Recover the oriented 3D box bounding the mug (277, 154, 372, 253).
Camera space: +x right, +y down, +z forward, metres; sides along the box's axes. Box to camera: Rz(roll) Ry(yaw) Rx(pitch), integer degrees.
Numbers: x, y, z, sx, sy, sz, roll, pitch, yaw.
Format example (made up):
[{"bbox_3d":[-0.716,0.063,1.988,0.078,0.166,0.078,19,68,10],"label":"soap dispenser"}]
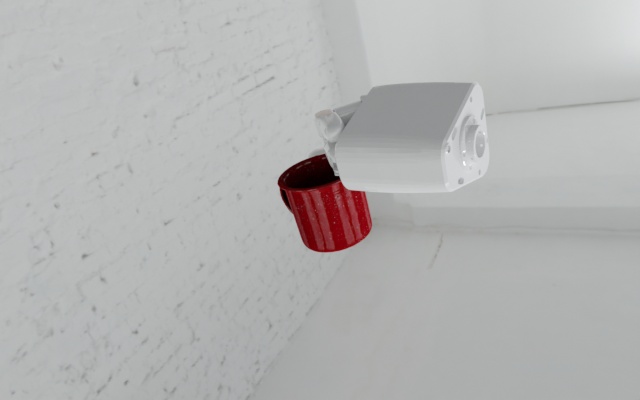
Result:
[{"bbox_3d":[-0.001,0.002,0.527,0.117,0.081,0.093,6,33,40],"label":"mug"}]
